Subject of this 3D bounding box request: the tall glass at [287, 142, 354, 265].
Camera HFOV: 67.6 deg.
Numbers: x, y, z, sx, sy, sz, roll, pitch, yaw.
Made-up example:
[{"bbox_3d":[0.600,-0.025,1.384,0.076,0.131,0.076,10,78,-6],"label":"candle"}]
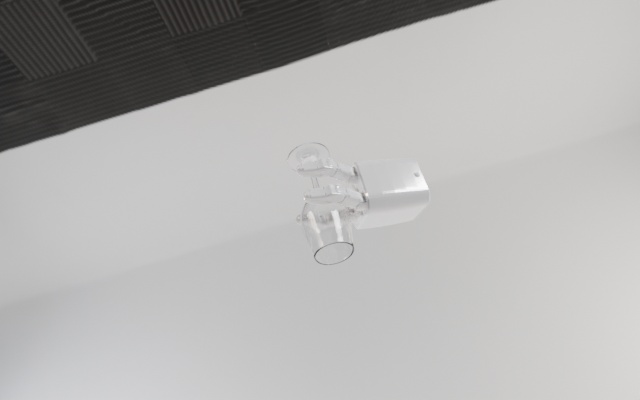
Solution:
[{"bbox_3d":[0.000,0.002,0.769,0.079,0.201,0.079,-9,-37,-7],"label":"tall glass"}]
